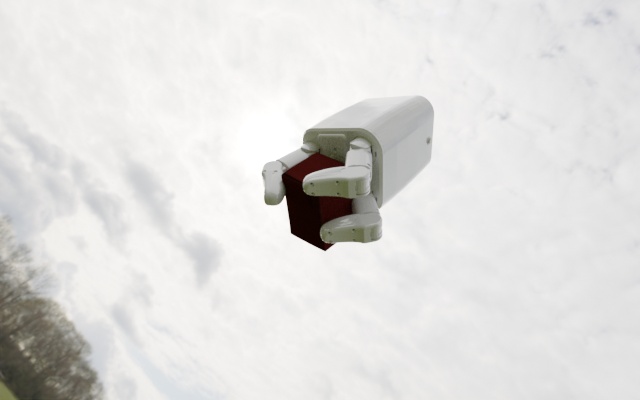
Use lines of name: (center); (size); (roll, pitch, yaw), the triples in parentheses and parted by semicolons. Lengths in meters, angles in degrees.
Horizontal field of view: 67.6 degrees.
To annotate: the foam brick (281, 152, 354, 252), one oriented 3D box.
foam brick: (0.000, 0.002, 0.488); (0.053, 0.078, 0.051); (26, 47, 35)
